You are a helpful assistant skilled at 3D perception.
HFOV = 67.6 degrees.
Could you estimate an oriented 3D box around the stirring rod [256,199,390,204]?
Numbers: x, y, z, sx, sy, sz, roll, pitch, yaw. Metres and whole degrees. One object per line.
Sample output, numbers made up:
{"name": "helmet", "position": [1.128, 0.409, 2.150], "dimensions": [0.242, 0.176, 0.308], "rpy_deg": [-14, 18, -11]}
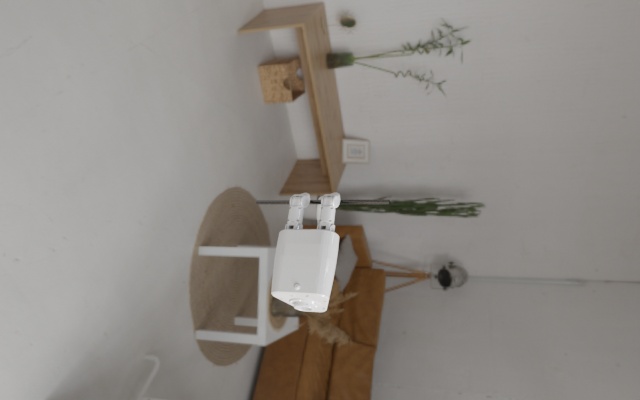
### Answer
{"name": "stirring rod", "position": [0.000, 0.003, 0.834], "dimensions": [0.239, 0.011, 0.011], "rpy_deg": [0, 0, 16]}
